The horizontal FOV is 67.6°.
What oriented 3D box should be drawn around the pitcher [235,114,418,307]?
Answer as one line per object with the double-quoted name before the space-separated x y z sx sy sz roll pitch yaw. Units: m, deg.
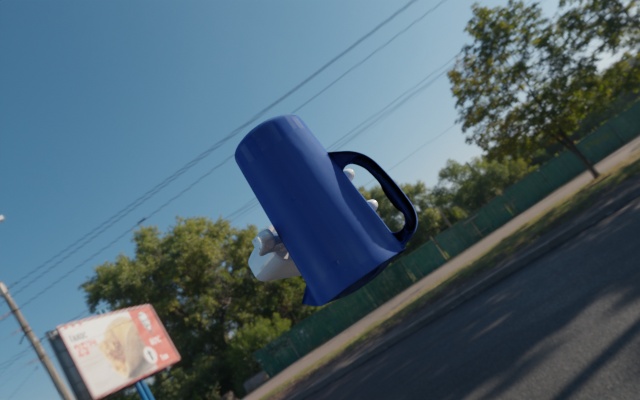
"pitcher" 0.000 0.002 0.631 0.149 0.242 0.145 -26 -15 -35
